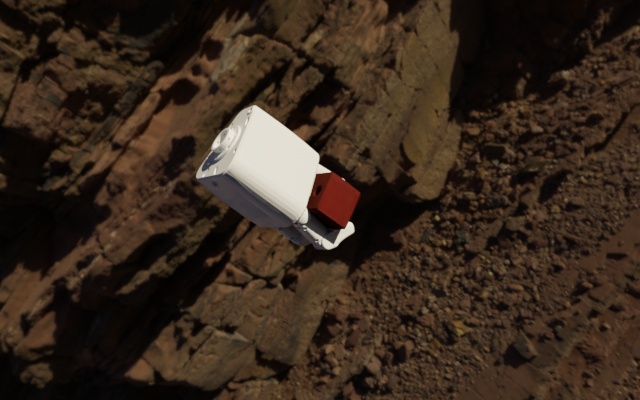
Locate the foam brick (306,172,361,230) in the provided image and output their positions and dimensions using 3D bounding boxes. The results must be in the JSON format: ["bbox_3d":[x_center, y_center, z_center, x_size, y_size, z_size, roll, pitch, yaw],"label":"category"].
[{"bbox_3d":[0.000,0.002,0.597,0.051,0.053,0.078,37,-24,-30],"label":"foam brick"}]
